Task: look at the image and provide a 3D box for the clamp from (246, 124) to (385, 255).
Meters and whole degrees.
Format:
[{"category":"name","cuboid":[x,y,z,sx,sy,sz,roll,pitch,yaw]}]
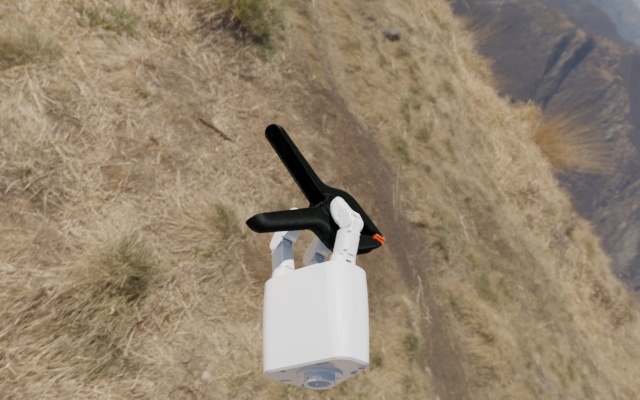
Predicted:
[{"category":"clamp","cuboid":[0.001,0.002,0.600,0.210,0.164,0.036,28,-45,-34]}]
